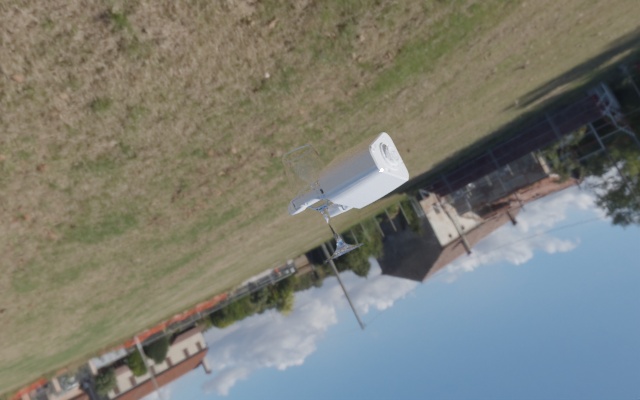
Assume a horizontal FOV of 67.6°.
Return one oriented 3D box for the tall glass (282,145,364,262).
[{"bbox_3d":[0.000,0.003,0.849,0.079,0.201,0.079,-26,-7,-3],"label":"tall glass"}]
